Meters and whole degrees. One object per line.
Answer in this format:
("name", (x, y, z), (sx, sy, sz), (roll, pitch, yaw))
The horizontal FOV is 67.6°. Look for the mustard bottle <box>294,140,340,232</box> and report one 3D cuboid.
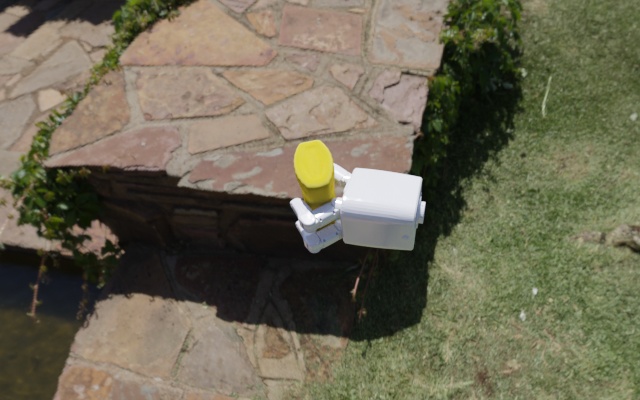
("mustard bottle", (0.000, 0.002, 0.759), (0.058, 0.096, 0.192), (-12, -39, -2))
